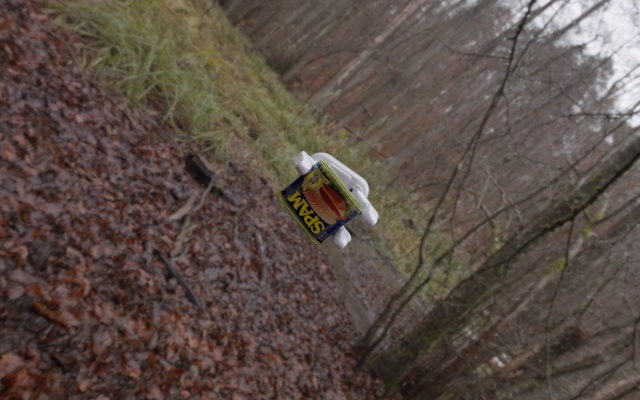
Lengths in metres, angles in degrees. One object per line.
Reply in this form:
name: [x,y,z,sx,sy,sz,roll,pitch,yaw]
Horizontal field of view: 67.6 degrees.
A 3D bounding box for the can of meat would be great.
can of meat: [0.000,0.002,0.706,0.084,0.102,0.057,-38,-2,9]
